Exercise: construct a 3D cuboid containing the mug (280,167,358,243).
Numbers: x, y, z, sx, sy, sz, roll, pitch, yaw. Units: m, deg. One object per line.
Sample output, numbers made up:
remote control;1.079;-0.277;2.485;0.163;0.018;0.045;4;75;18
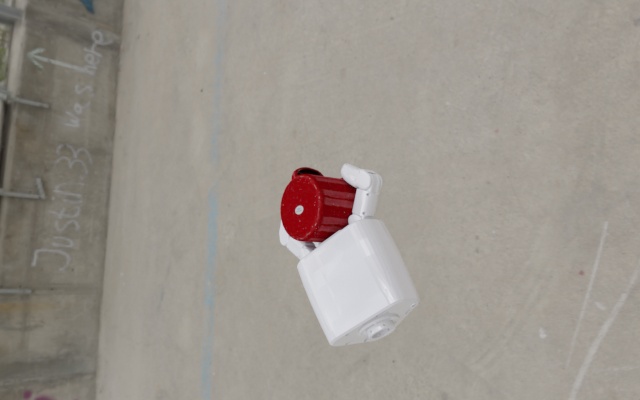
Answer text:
mug;-0.001;0.001;0.600;0.081;0.117;0.093;6;-43;-40
